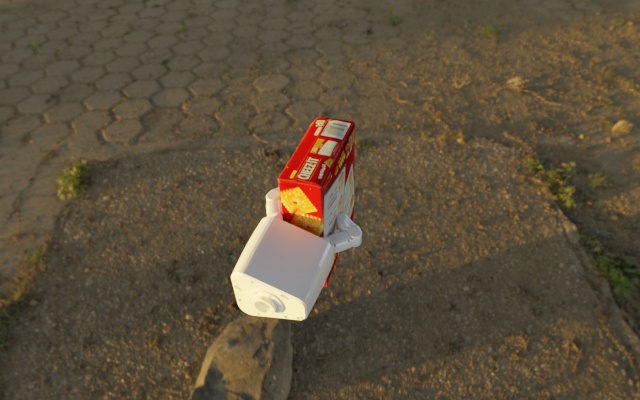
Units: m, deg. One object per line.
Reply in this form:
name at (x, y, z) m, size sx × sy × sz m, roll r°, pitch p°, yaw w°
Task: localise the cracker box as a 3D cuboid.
cracker box at (0.000, 0.002, 0.752) m, size 0.072 × 0.214 × 0.164 m, roll 12°, pitch 45°, yaw 15°
